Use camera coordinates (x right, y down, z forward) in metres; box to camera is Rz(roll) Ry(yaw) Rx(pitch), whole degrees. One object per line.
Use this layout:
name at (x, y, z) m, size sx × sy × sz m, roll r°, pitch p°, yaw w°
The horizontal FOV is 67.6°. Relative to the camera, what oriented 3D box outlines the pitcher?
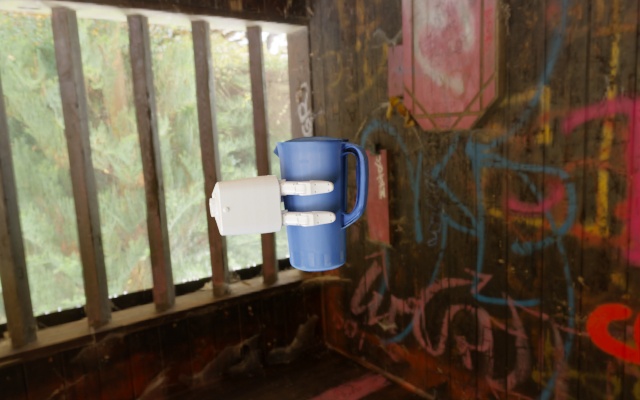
pitcher at (0.000, 0.003, 0.888) m, size 0.145 × 0.243 × 0.149 m, roll -6°, pitch 9°, yaw -19°
